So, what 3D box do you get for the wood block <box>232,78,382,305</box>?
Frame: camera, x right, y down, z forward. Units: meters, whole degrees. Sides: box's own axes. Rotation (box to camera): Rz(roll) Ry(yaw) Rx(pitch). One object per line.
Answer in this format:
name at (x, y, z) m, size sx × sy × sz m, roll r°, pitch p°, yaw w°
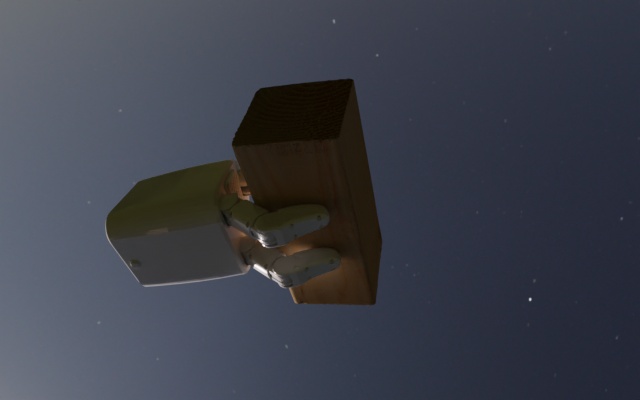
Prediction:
wood block at (0.000, 0.001, 0.454) m, size 0.090 × 0.206 × 0.090 m, roll -2°, pitch 43°, yaw 15°
